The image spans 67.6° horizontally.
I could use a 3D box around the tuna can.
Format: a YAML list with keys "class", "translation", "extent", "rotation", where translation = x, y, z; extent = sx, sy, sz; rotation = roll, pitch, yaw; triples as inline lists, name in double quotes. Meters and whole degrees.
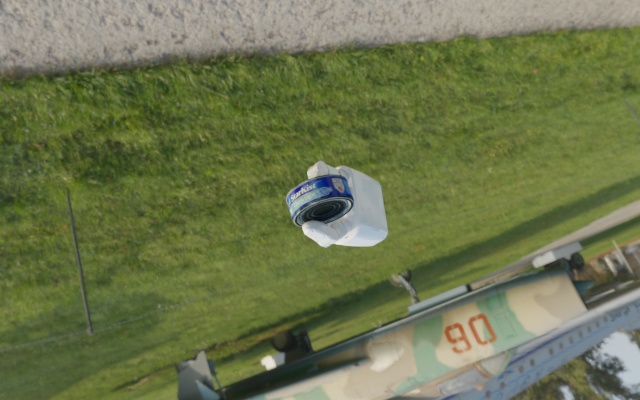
- class: "tuna can"
  translation: [0.000, 0.003, 0.625]
  extent: [0.086, 0.033, 0.086]
  rotation: [-15, -24, -7]
